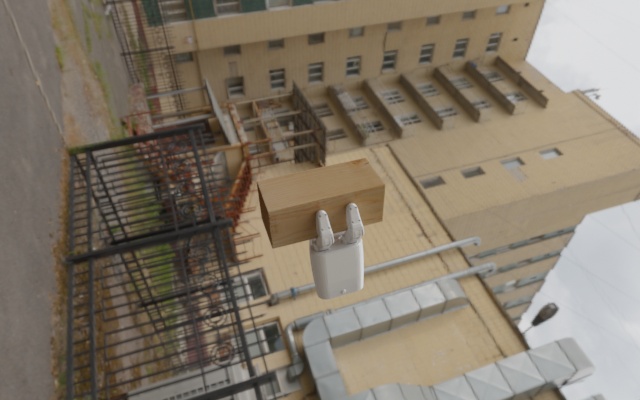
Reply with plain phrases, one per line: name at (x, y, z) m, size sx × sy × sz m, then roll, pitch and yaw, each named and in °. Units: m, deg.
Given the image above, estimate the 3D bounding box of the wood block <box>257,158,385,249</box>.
wood block at (0.000, 0.003, 0.850) m, size 0.206 × 0.090 × 0.090 m, roll -13°, pitch 41°, yaw -13°
